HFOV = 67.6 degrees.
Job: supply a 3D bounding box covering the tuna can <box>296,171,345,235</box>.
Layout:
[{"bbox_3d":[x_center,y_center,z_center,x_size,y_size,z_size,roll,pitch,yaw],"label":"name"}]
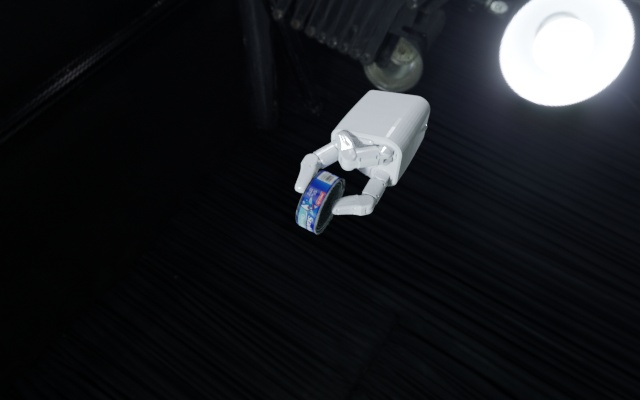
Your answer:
[{"bbox_3d":[0.000,0.002,0.666,0.034,0.086,0.086,26,7,14],"label":"tuna can"}]
